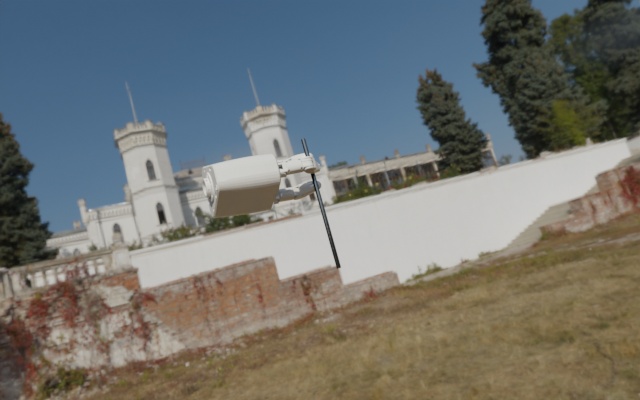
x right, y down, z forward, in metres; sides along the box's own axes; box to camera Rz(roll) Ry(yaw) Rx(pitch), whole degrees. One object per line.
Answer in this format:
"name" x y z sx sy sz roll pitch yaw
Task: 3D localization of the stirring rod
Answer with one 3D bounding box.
"stirring rod" 0.000 0.003 0.844 0.011 0.239 0.011 -15 -11 -3
